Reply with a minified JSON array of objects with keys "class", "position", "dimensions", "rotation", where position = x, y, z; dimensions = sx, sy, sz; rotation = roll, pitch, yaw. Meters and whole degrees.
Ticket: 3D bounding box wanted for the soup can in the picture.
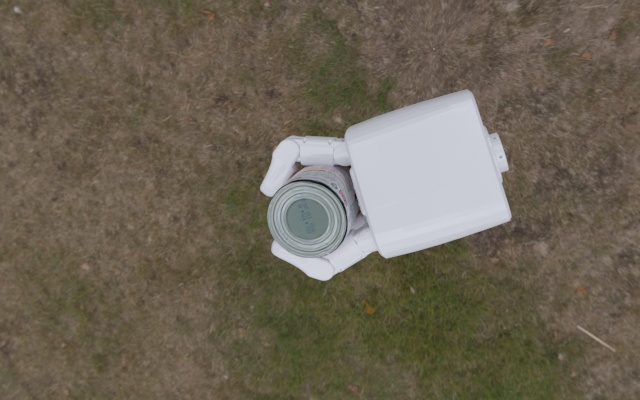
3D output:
[{"class":"soup can","position":[0.000,0.002,0.422],"dimensions":[0.068,0.068,0.102],"rotation":[0,17,13]}]
